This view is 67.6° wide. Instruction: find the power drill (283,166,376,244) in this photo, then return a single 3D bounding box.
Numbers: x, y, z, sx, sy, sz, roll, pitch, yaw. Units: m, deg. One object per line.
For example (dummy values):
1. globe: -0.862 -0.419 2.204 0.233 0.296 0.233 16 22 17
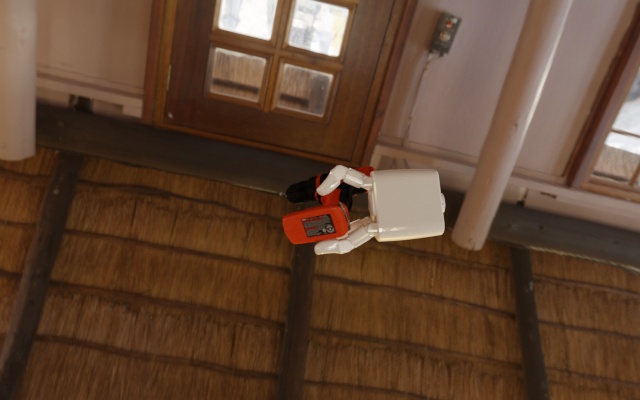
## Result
1. power drill: 0.000 0.003 0.831 0.184 0.057 0.187 -13 23 23
